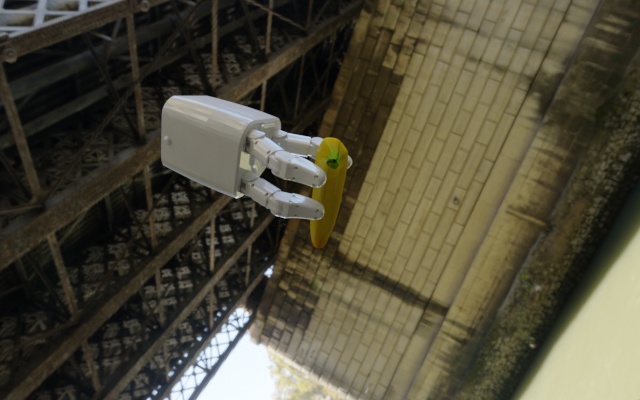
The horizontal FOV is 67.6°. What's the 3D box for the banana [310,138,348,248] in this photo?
[{"bbox_3d":[0.007,-0.015,0.571,0.037,0.069,0.198,18,-31,8],"label":"banana"}]
